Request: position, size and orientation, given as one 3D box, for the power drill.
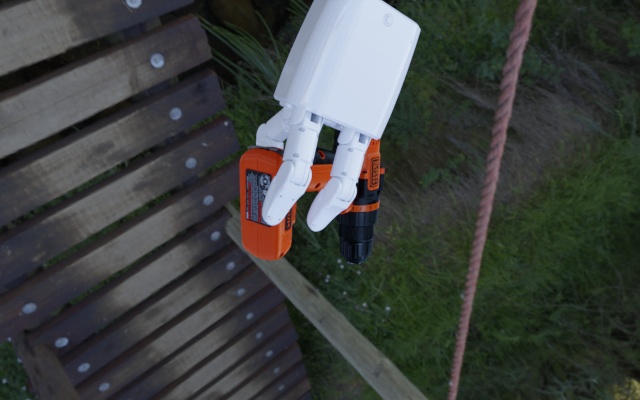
[{"bbox_3d":[0.000,0.002,0.514,0.057,0.184,0.187,11,19,37],"label":"power drill"}]
